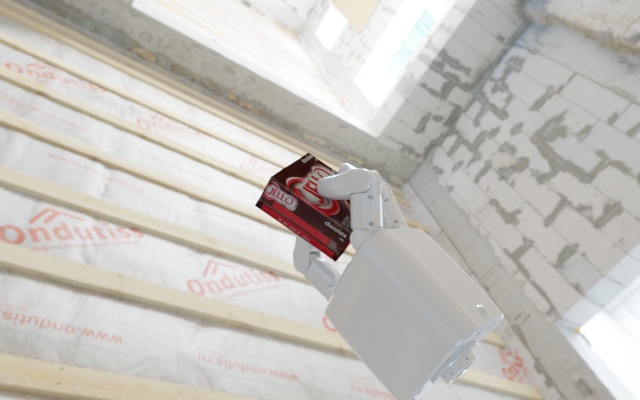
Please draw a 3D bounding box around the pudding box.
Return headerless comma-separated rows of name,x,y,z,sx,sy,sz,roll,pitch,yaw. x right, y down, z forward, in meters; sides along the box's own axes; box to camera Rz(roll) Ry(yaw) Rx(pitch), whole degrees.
pudding box,0.000,0.002,0.460,0.090,0.039,0.113,35,21,3
